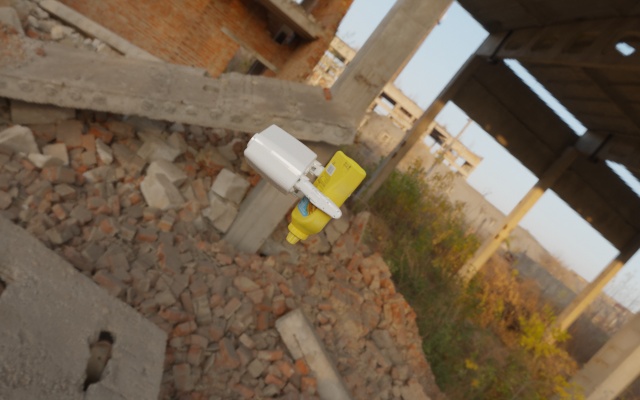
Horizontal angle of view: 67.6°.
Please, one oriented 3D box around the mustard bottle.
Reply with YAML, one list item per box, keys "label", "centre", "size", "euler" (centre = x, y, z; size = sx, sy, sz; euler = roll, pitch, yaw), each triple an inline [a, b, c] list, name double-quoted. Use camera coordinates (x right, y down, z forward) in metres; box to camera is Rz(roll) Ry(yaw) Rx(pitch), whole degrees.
- label: "mustard bottle"
  centre: [0.001, 0.003, 0.882]
  size: [0.058, 0.191, 0.096]
  euler: [34, 10, -26]
